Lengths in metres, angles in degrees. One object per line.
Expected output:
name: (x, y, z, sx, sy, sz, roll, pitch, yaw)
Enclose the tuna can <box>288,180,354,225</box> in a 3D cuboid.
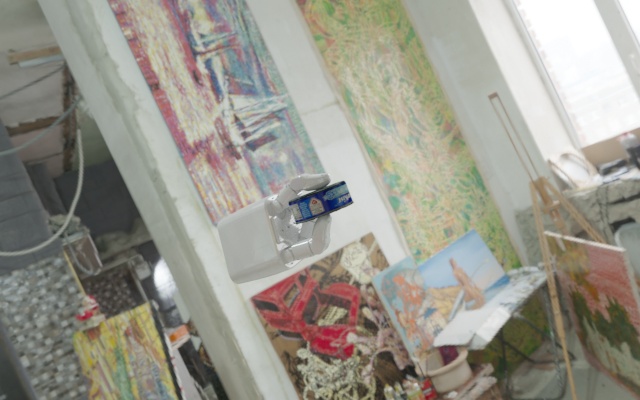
tuna can: (0.000, 0.002, 0.654, 0.086, 0.034, 0.086, -21, 3, 1)
